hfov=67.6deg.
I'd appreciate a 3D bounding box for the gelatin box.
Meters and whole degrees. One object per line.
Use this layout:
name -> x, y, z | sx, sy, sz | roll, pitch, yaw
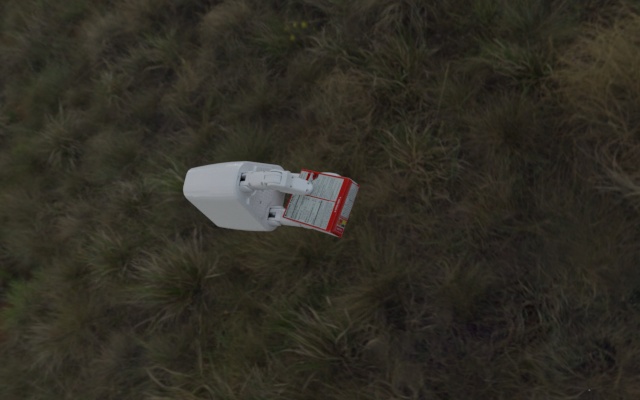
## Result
gelatin box -> 0.000, 0.002, 0.631 | 0.089, 0.073, 0.030 | 14, -10, 41
